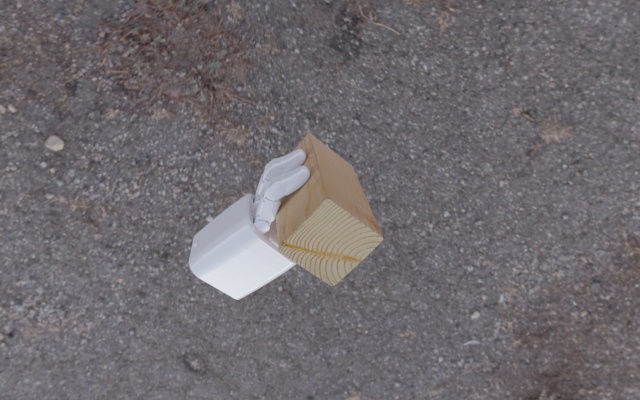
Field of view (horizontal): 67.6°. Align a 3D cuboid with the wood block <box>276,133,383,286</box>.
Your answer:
[{"bbox_3d":[0.000,0.003,0.633,0.091,0.090,0.206,36,18,-23],"label":"wood block"}]
